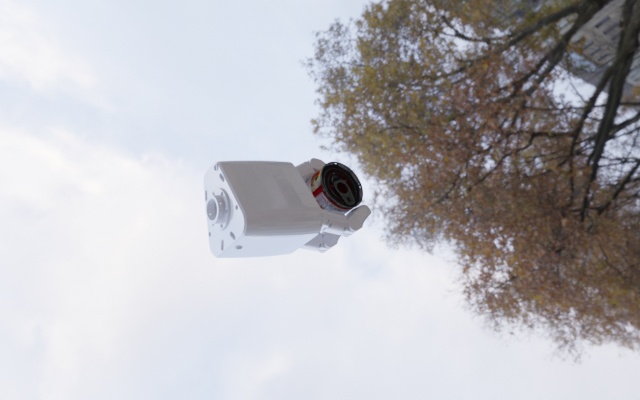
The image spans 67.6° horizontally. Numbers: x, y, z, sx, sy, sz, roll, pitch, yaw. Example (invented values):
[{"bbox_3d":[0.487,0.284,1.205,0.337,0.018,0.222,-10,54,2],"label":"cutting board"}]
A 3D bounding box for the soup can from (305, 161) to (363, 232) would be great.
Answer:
[{"bbox_3d":[0.000,0.002,0.648,0.068,0.068,0.102,0,-27,-39],"label":"soup can"}]
